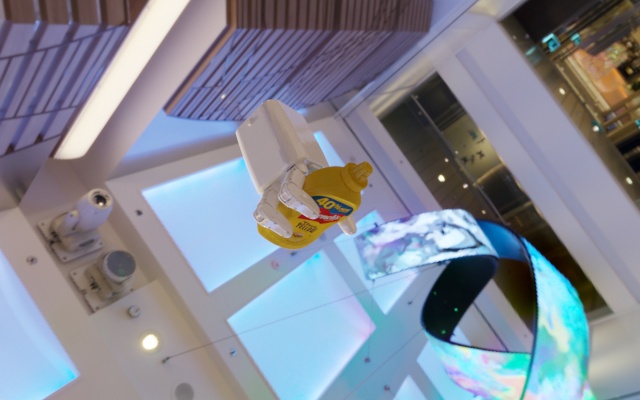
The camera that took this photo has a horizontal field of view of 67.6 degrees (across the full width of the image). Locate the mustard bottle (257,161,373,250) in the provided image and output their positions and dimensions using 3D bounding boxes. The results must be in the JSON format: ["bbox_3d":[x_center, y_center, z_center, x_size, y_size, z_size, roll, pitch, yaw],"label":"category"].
[{"bbox_3d":[0.000,0.003,0.678,0.096,0.058,0.192,24,-46,-35],"label":"mustard bottle"}]
